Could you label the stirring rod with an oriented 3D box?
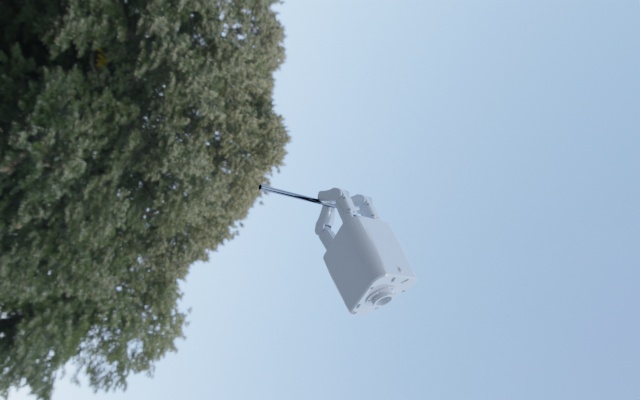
[{"bbox_3d":[0.000,0.003,0.774,0.239,0.011,0.011,14,-9,-41],"label":"stirring rod"}]
